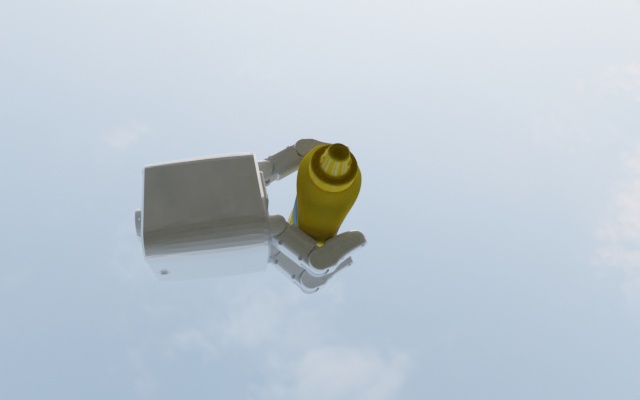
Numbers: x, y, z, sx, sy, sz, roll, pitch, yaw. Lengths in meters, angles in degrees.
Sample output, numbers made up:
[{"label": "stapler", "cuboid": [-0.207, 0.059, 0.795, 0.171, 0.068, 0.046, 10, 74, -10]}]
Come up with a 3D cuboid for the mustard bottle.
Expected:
[{"label": "mustard bottle", "cuboid": [0.000, 0.002, 0.465, 0.058, 0.096, 0.192, 15, -27, -2]}]
